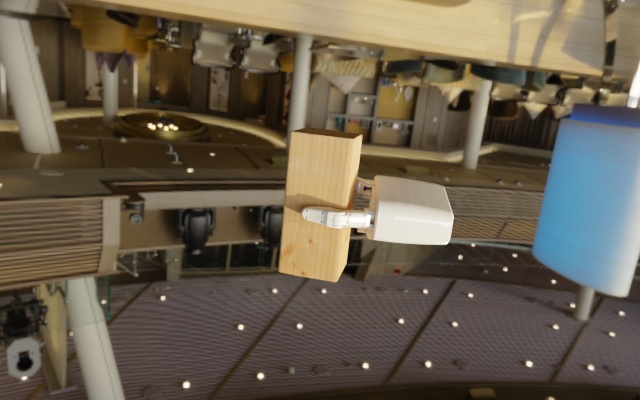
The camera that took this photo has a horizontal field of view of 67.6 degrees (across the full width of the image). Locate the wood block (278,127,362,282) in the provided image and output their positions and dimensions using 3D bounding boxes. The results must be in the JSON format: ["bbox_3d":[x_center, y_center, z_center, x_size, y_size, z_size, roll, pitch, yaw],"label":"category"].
[{"bbox_3d":[0.000,0.003,0.704,0.090,0.206,0.091,9,14,11],"label":"wood block"}]
